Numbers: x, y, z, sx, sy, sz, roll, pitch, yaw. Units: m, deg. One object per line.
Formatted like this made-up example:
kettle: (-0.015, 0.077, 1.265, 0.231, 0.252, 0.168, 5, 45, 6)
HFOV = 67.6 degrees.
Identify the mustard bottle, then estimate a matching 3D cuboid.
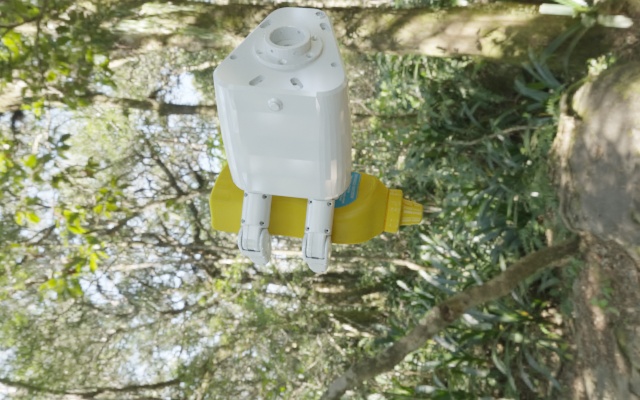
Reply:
mustard bottle: (0.000, 0.002, 0.456, 0.191, 0.058, 0.096, 6, 28, 6)
